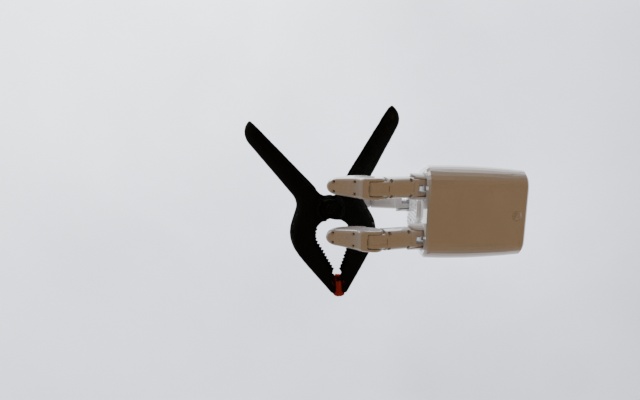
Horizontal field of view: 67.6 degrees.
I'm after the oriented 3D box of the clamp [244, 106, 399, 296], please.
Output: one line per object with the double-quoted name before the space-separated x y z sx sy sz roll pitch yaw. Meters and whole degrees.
"clamp" 0.000 0.002 0.526 0.164 0.210 0.036 1 11 1
